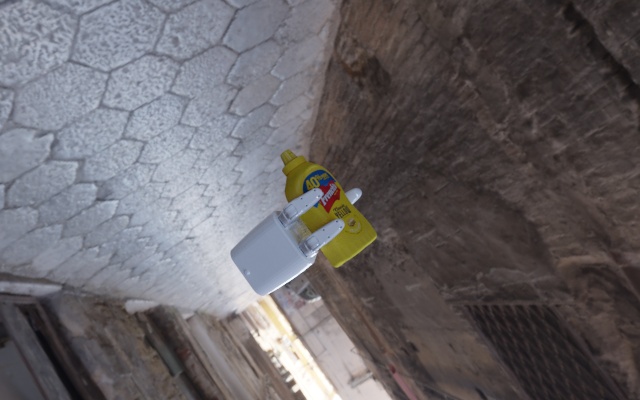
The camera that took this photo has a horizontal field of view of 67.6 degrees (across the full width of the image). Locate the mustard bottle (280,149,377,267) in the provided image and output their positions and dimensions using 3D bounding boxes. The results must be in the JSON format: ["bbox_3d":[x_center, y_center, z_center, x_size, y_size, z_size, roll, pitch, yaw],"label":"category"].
[{"bbox_3d":[0.000,0.002,0.734,0.096,0.191,0.058,-31,-8,-45],"label":"mustard bottle"}]
